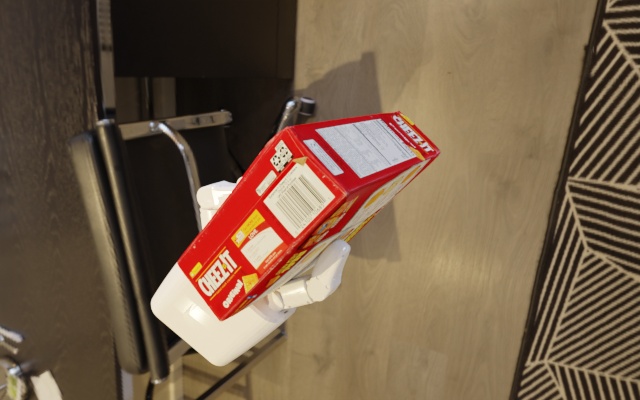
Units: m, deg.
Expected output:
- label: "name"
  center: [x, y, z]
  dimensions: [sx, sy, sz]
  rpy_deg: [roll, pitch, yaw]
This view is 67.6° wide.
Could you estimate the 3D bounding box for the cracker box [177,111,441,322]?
- label: "cracker box"
  center: [0.000, 0.002, 0.431]
  dimensions: [0.164, 0.072, 0.213]
  rpy_deg: [-47, -12, 30]
